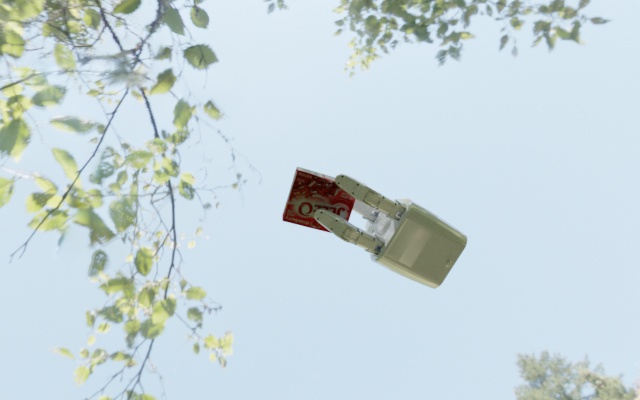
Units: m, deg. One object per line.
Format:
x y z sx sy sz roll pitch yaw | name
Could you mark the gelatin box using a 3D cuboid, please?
0.000 0.002 0.647 0.089 0.073 0.030 16 13 -9 | gelatin box
